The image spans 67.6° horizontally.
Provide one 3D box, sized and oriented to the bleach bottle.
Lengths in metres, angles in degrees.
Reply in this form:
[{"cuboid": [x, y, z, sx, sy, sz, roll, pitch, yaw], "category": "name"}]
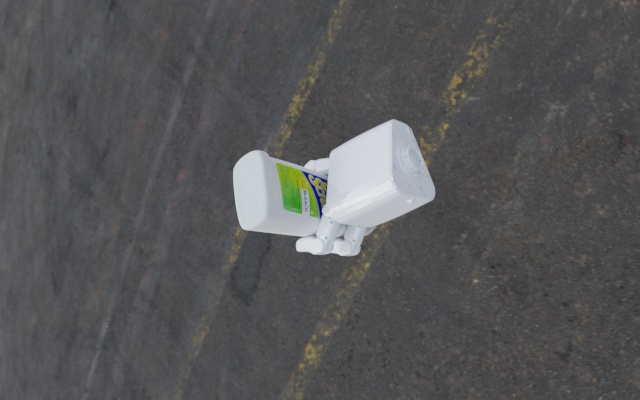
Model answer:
[{"cuboid": [0.000, 0.002, 0.680, 0.251, 0.102, 0.068, 9, -26, -43], "category": "bleach bottle"}]
